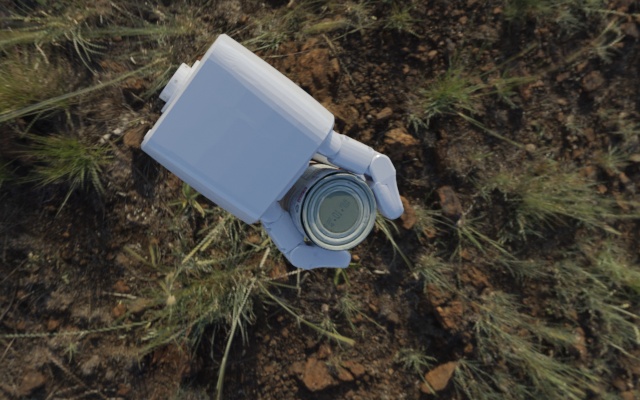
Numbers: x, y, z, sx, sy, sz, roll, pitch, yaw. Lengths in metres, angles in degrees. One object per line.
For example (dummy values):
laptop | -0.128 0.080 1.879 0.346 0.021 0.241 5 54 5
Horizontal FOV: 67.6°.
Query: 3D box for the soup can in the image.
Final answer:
soup can | 0.000 0.002 0.434 0.068 0.068 0.102 0 10 -19
